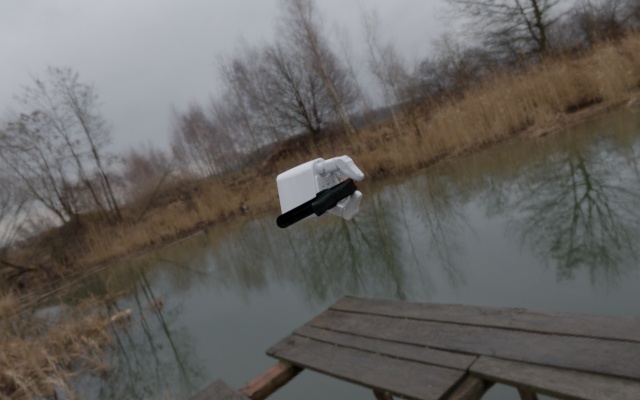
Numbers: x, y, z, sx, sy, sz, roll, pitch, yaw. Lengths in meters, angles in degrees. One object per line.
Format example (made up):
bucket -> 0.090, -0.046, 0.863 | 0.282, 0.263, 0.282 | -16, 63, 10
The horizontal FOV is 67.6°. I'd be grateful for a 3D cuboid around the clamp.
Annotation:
clamp -> 0.000, 0.002, 0.863 | 0.120, 0.039, 0.171 | -15, 9, 39
